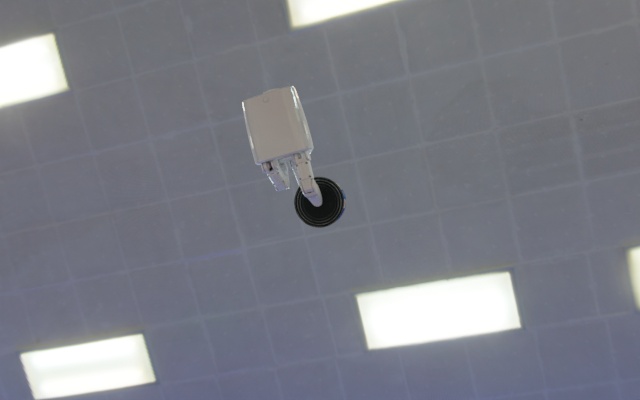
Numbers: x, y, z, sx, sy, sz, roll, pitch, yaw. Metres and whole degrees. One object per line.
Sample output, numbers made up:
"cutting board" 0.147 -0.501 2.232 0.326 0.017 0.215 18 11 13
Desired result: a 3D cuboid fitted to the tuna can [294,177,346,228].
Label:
"tuna can" 0.000 0.003 0.817 0.086 0.086 0.034 0 1 10
